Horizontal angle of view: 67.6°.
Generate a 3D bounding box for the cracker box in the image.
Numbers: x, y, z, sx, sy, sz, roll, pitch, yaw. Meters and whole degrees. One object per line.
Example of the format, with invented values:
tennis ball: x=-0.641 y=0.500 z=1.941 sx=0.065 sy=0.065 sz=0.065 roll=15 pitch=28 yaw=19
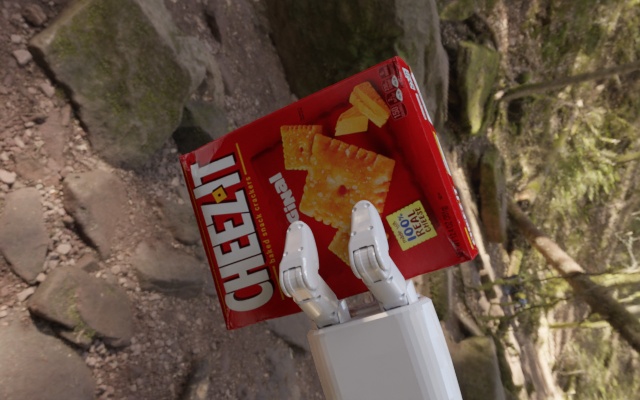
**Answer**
cracker box: x=0.000 y=0.001 z=0.404 sx=0.214 sy=0.164 sz=0.072 roll=-20 pitch=-9 yaw=19
